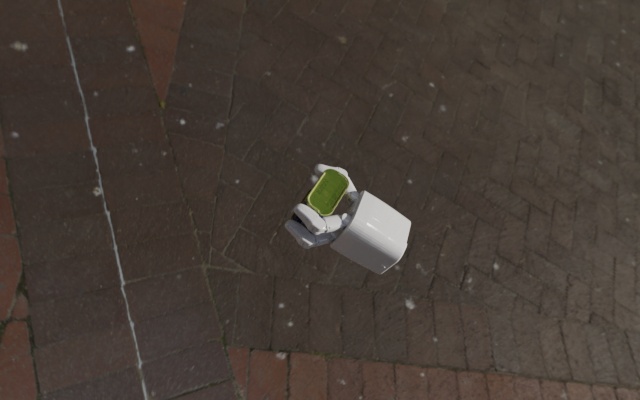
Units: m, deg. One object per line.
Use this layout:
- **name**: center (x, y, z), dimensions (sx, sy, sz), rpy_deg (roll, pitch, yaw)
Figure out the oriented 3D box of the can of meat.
- **can of meat**: center (0.000, 0.002, 0.842), dimensions (0.057, 0.102, 0.084), rpy_deg (34, -35, -2)
